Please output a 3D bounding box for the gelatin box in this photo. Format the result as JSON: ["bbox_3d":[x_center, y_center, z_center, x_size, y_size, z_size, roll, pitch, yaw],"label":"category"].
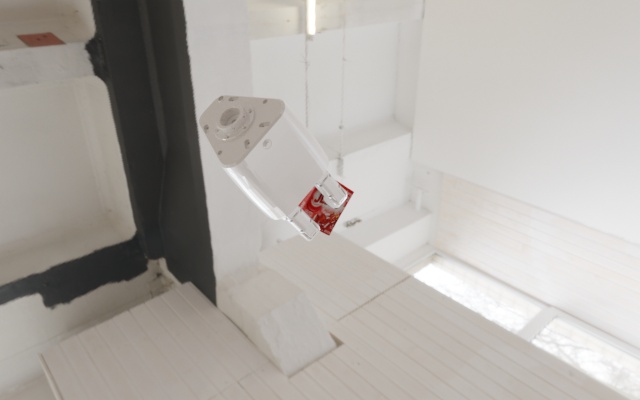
[{"bbox_3d":[0.000,0.002,0.652,0.030,0.073,0.089,30,0,35],"label":"gelatin box"}]
